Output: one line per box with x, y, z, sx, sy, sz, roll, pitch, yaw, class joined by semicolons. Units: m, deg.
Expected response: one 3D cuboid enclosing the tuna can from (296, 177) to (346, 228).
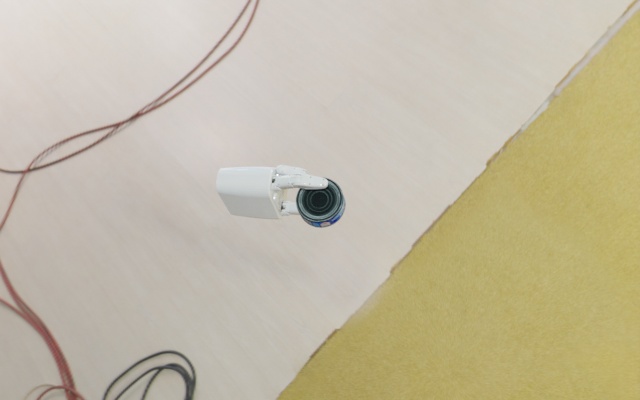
0.000;0.003;0.842;0.086;0.086;0.034;0;-19;9;tuna can
